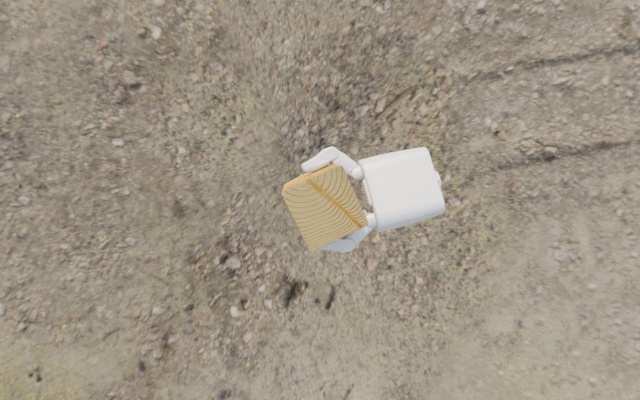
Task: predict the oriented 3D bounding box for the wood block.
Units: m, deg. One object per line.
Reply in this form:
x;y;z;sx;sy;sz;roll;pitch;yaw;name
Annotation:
0.000;0.002;0.728;0.090;0.091;0.206;-25;6;-1;wood block
